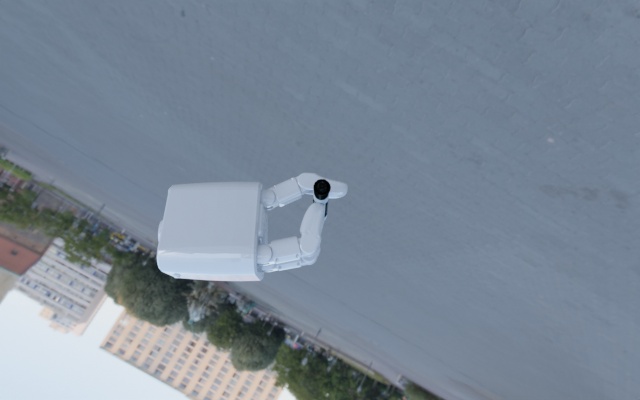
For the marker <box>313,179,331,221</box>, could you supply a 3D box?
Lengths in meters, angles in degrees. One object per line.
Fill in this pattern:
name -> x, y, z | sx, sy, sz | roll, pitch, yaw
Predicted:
marker -> 0.000, 0.002, 0.557 | 0.020, 0.020, 0.121 | 0, -17, -1
